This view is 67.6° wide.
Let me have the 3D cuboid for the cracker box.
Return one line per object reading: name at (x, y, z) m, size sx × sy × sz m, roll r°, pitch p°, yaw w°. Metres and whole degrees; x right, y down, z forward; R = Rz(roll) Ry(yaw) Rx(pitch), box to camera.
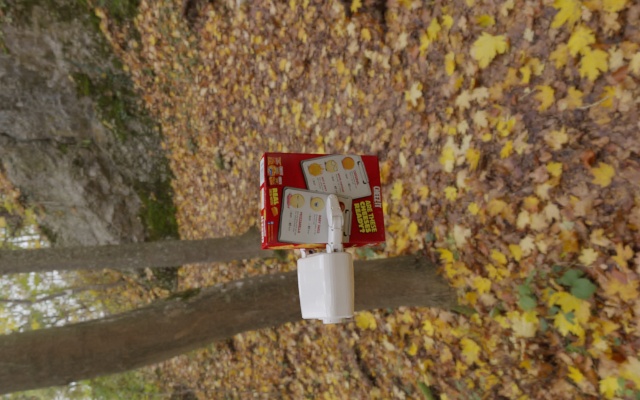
cracker box at (0.000, 0.003, 0.858) m, size 0.214 × 0.164 × 0.072 m, roll 0°, pitch -12°, yaw -15°
